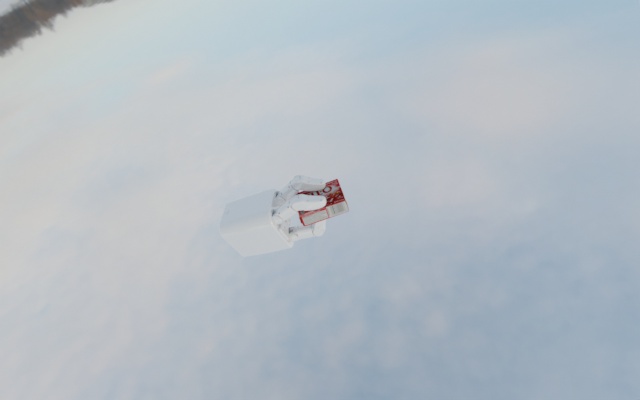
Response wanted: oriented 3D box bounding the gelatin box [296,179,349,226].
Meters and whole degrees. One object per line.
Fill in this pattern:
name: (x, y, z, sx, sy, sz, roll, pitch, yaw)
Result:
gelatin box: (0.001, 0.003, 0.872, 0.089, 0.030, 0.073, -19, 36, 1)
